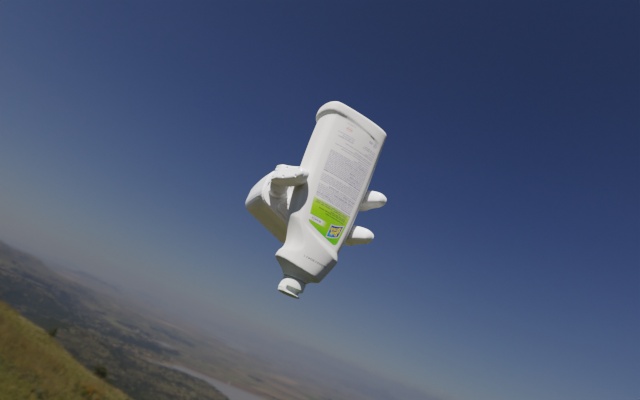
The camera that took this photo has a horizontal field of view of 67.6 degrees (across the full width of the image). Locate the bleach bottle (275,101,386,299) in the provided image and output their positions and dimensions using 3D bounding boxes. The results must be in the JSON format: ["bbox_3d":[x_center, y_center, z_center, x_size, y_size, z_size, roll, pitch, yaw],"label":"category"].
[{"bbox_3d":[0.000,0.002,0.623,0.102,0.250,0.068,29,-19,-17],"label":"bleach bottle"}]
